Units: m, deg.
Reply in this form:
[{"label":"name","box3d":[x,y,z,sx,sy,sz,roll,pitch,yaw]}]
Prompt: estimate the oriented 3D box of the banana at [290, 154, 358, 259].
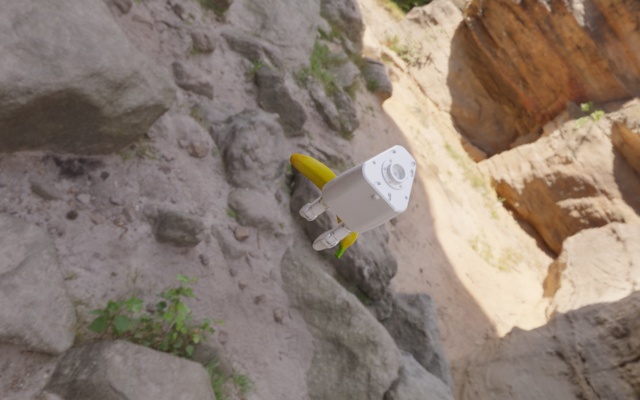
[{"label":"banana","box3d":[0.018,-0.002,0.823,0.069,0.198,0.037,-26,0,-15]}]
